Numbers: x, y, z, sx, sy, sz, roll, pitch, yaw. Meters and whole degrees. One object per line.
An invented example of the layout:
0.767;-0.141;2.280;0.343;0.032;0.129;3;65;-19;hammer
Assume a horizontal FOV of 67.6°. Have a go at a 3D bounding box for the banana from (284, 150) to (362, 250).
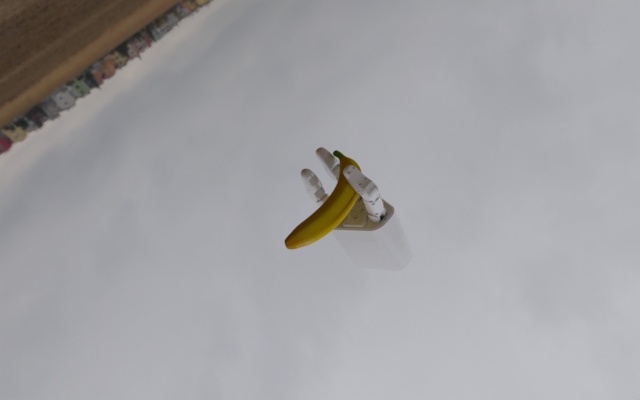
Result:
0.017;0.001;0.710;0.069;0.197;0.037;4;-43;32;banana
